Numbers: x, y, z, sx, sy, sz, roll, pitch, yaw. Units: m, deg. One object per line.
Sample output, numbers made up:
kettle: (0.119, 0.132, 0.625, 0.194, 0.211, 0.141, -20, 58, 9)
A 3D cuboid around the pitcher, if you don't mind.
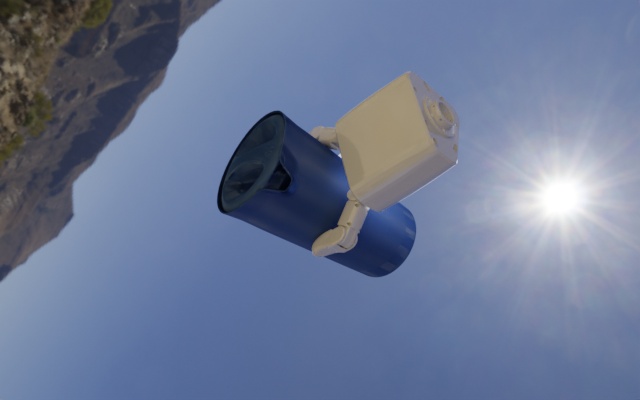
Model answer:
pitcher: (0.000, 0.002, 0.608, 0.243, 0.149, 0.145, 31, -46, -30)
